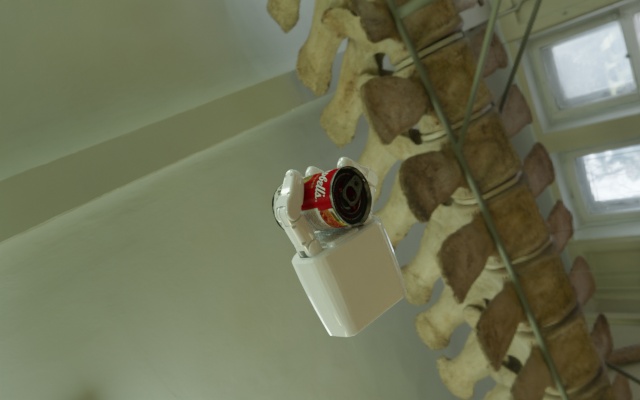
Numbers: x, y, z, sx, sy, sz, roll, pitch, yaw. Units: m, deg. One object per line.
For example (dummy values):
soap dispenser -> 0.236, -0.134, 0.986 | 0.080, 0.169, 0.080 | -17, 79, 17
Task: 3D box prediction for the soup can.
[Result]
soup can -> 0.000, 0.001, 0.562 | 0.102, 0.068, 0.068 | -11, -8, 44
